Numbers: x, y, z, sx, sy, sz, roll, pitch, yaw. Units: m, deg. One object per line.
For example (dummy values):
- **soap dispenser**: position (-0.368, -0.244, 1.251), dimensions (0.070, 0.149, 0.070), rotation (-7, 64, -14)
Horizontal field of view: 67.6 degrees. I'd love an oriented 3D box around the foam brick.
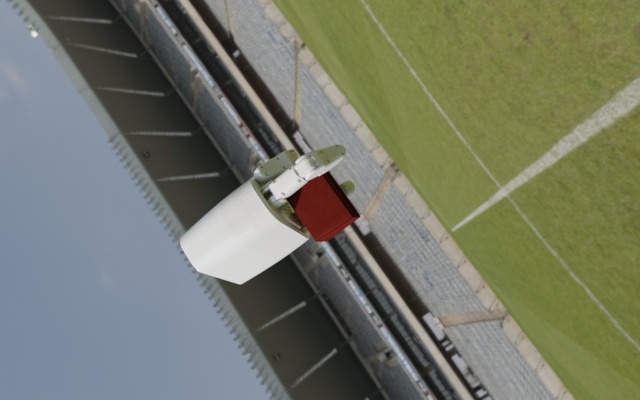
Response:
- **foam brick**: position (0.000, 0.002, 0.532), dimensions (0.051, 0.078, 0.053), rotation (-37, -11, 8)
